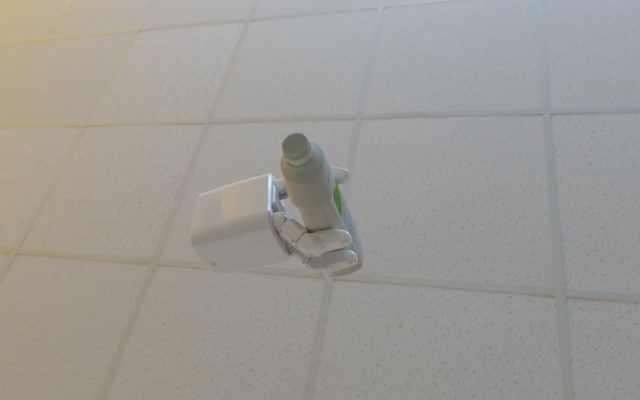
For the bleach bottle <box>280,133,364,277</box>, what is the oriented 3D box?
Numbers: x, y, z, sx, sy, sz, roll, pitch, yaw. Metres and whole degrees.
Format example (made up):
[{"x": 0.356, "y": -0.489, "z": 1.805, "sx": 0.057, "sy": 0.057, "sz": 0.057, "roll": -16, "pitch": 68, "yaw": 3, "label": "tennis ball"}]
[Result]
[{"x": 0.000, "y": 0.002, "z": 0.595, "sx": 0.068, "sy": 0.102, "sz": 0.251, "roll": -15, "pitch": -35, "yaw": 5, "label": "bleach bottle"}]
